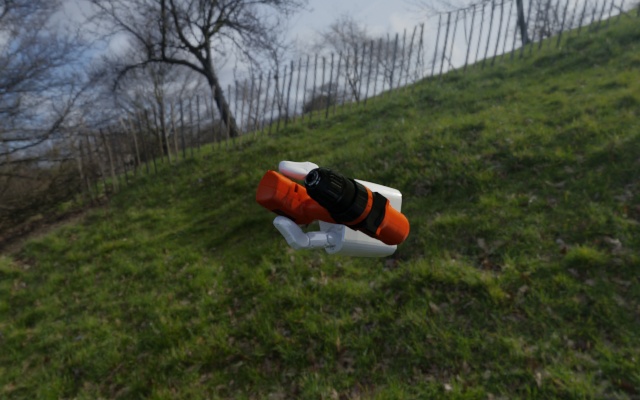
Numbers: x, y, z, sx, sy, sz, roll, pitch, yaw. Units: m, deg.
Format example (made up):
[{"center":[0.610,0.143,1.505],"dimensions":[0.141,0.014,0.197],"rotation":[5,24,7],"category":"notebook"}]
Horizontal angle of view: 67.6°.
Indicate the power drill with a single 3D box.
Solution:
[{"center":[0.000,0.002,0.628],"dimensions":[0.187,0.057,0.184],"rotation":[11,-16,46],"category":"power drill"}]
